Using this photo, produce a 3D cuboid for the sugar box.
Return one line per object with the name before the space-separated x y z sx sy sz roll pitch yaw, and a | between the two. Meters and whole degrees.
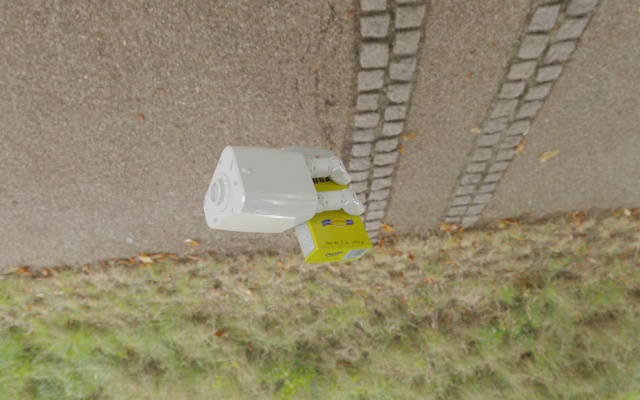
sugar box | 0.000 0.002 0.685 0.093 0.176 0.048 1 -33 -35
